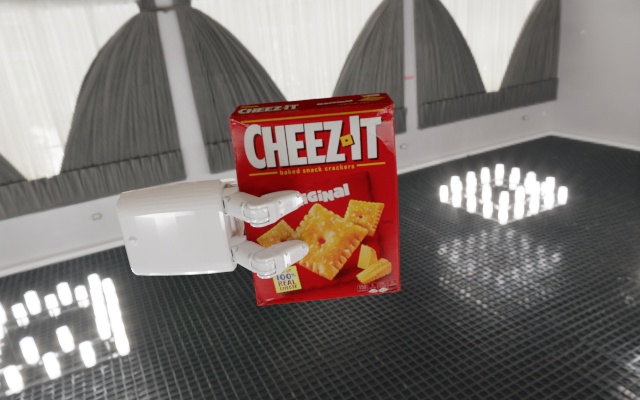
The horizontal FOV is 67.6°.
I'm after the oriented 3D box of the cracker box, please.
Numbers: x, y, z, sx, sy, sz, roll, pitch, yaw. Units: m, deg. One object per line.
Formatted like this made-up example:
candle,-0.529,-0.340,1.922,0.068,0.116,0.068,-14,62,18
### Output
cracker box,0.000,0.002,0.518,0.164,0.214,0.072,-5,21,1
